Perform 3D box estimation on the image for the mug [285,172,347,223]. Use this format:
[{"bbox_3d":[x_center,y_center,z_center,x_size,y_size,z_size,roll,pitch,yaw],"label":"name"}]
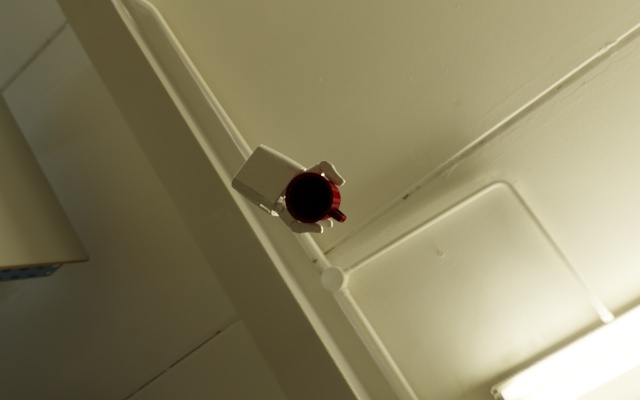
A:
[{"bbox_3d":[0.001,0.004,0.894,0.117,0.093,0.081,33,7,16],"label":"mug"}]
